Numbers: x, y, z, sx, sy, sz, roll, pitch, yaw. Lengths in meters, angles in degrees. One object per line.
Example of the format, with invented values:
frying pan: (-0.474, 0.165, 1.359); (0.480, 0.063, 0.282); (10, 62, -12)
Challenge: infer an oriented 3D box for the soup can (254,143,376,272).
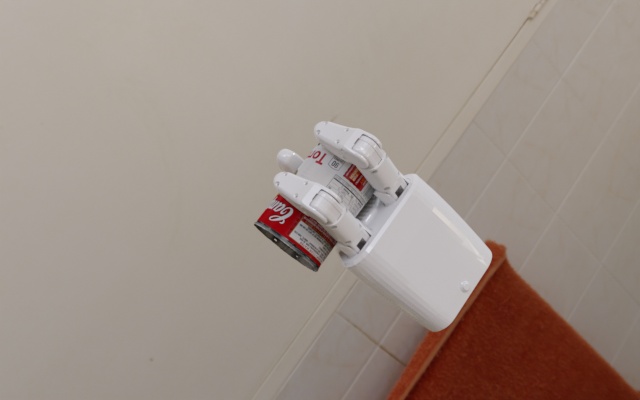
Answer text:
soup can: (0.000, 0.001, 0.416); (0.068, 0.102, 0.068); (36, -12, 8)
